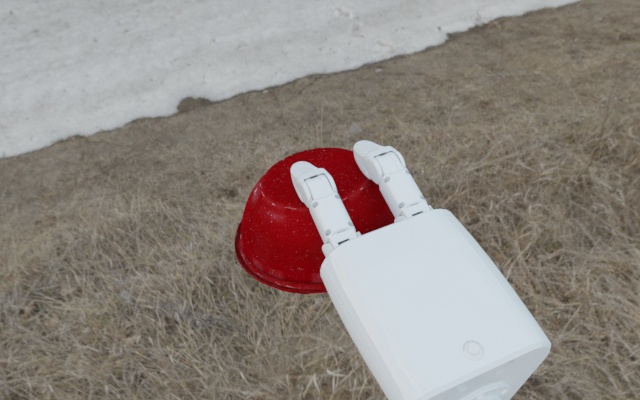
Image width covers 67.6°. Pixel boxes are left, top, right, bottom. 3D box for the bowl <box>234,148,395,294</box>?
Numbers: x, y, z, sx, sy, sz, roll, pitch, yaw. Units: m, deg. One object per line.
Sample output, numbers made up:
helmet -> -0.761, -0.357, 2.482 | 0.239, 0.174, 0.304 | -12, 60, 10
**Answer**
bowl -> -0.001, 0.000, 0.405 | 0.162, 0.055, 0.162 | -8, 35, 5
